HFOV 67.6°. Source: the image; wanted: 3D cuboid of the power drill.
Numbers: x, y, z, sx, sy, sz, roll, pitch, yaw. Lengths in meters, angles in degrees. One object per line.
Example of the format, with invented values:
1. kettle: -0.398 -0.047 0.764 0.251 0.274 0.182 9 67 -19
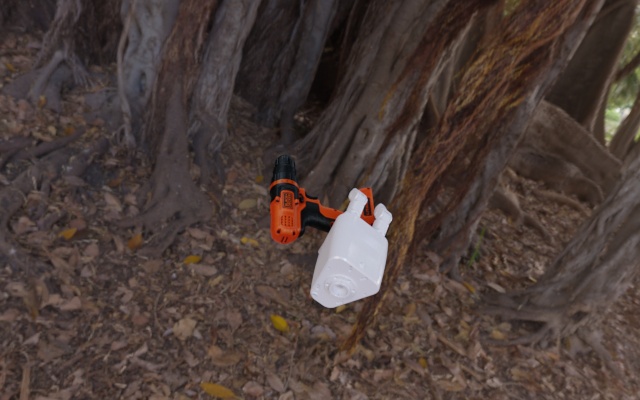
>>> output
1. power drill: 0.001 0.003 0.863 0.187 0.184 0.057 8 -36 -13
